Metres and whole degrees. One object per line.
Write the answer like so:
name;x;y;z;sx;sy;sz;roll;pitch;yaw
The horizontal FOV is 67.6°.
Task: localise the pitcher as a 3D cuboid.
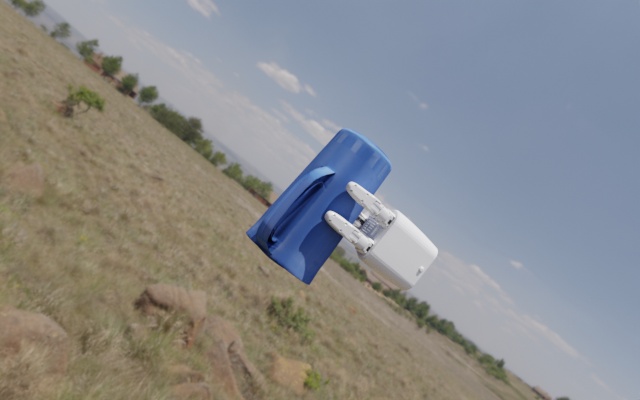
pitcher;0.000;0.003;0.767;0.145;0.243;0.149;40;-3;-20
